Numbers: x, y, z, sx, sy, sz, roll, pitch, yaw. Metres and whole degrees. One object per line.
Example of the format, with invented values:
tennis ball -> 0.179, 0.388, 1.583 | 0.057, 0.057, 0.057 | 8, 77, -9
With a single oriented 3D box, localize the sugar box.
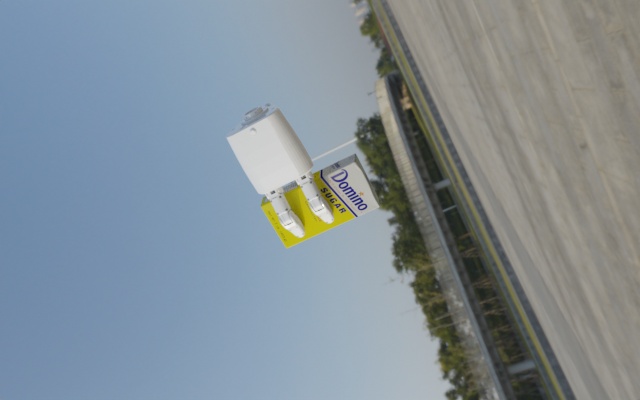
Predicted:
sugar box -> 0.000, 0.003, 0.796 | 0.176, 0.093, 0.048 | -25, 21, 14
